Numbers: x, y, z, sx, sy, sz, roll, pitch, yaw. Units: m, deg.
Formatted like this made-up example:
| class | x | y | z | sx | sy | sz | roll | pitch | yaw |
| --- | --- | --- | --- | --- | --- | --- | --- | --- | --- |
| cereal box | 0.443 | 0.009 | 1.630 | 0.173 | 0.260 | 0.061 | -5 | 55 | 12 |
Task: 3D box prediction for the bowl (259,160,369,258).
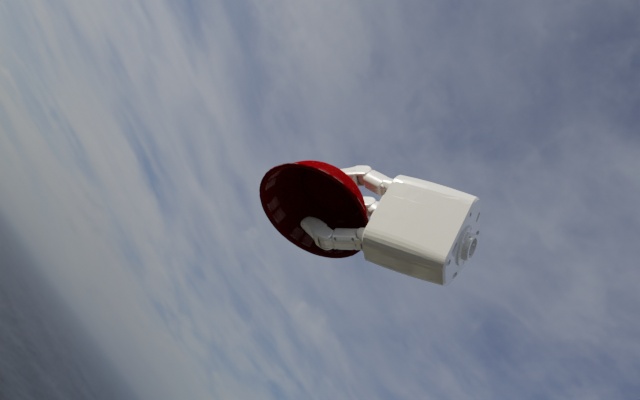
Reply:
| class | x | y | z | sx | sy | sz | roll | pitch | yaw |
| --- | --- | --- | --- | --- | --- | --- | --- | --- | --- |
| bowl | -0.001 | 0.001 | 0.645 | 0.162 | 0.162 | 0.055 | 0 | 39 | 33 |
